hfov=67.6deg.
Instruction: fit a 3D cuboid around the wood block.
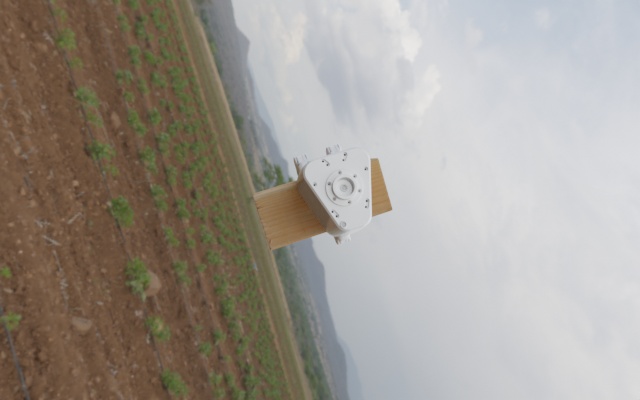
[{"bbox_3d":[0.000,0.003,0.791,0.206,0.091,0.090,-17,6,-7],"label":"wood block"}]
